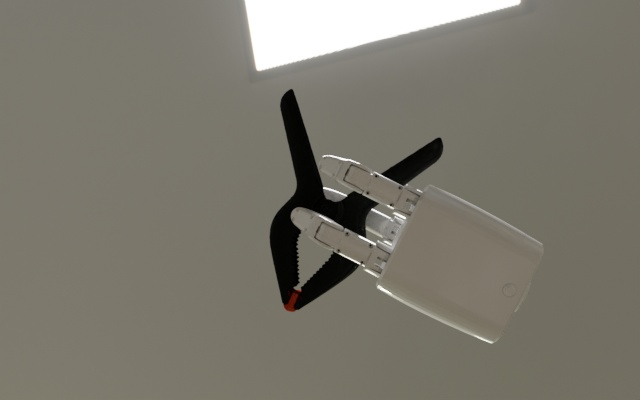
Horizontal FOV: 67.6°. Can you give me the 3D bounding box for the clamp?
[{"bbox_3d":[0.000,0.002,0.463,0.164,0.210,0.036,27,0,11],"label":"clamp"}]
